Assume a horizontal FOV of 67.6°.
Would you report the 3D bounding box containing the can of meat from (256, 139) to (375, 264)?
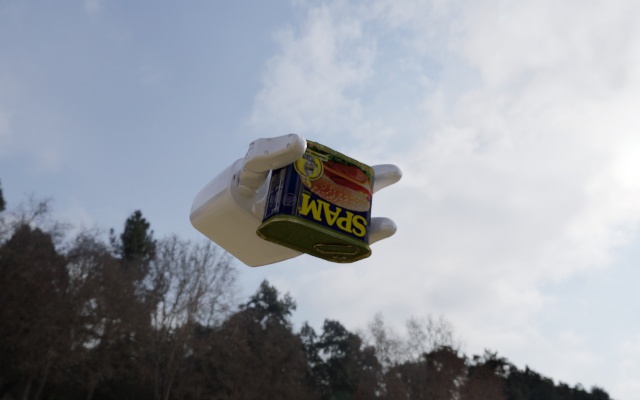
[{"bbox_3d":[0.000,0.001,0.434,0.102,0.084,0.057,22,-29,-26],"label":"can of meat"}]
